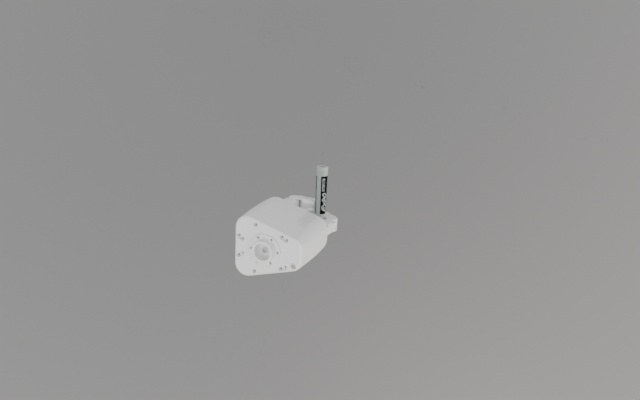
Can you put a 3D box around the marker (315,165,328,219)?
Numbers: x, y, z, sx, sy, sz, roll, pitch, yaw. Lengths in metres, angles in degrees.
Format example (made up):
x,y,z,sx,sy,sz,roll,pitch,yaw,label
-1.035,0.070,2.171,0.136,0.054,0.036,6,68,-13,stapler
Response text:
x,y,z,sx,sy,sz,roll,pitch,yaw,label
0.000,0.003,0.793,0.020,0.121,0.020,3,16,-1,marker
